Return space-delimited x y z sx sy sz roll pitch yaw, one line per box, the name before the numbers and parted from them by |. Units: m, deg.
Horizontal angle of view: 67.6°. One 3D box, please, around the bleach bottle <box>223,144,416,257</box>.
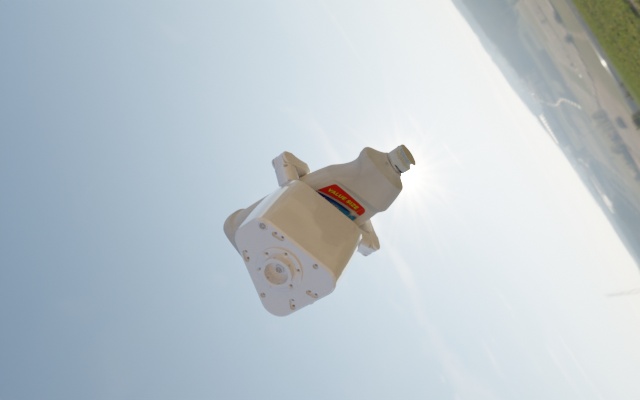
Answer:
bleach bottle | 0.000 0.002 0.594 0.251 0.102 0.068 -33 9 26
